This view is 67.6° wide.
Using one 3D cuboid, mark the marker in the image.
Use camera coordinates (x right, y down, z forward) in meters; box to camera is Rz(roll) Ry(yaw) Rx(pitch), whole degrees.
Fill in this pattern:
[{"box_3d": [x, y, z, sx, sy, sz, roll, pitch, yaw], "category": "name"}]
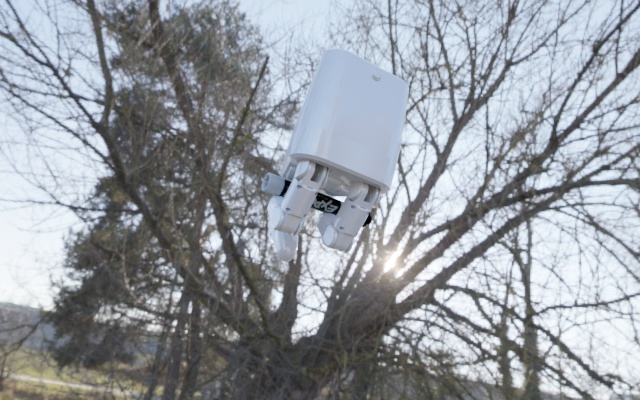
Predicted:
[{"box_3d": [0.000, 0.002, 0.469, 0.121, 0.020, 0.020, 20, -9, -26], "category": "marker"}]
